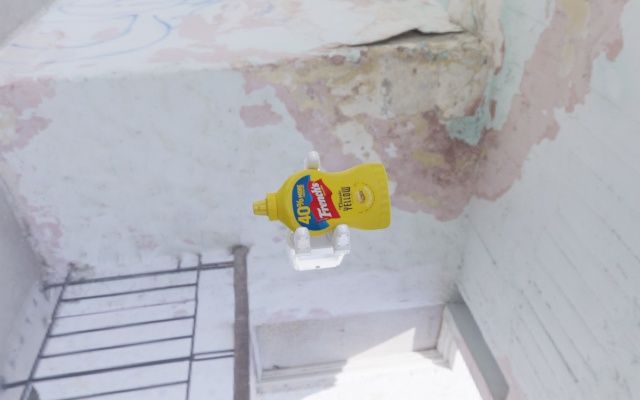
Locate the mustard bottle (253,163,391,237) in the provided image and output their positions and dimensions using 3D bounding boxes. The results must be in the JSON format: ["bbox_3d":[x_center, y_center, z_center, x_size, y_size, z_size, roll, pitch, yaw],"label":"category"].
[{"bbox_3d":[0.000,0.002,0.682,0.191,0.096,0.058,-6,-2,-5],"label":"mustard bottle"}]
